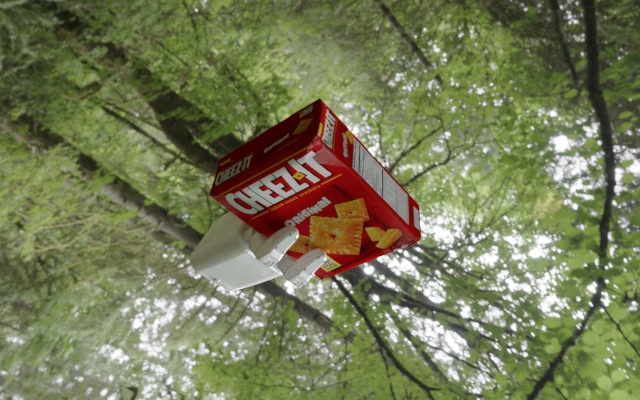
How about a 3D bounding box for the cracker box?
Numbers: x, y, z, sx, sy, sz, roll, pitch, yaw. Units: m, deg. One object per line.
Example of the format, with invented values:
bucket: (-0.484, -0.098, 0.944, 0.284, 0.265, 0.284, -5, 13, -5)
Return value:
cracker box: (0.000, 0.002, 0.590, 0.164, 0.072, 0.214, -26, -50, 30)
